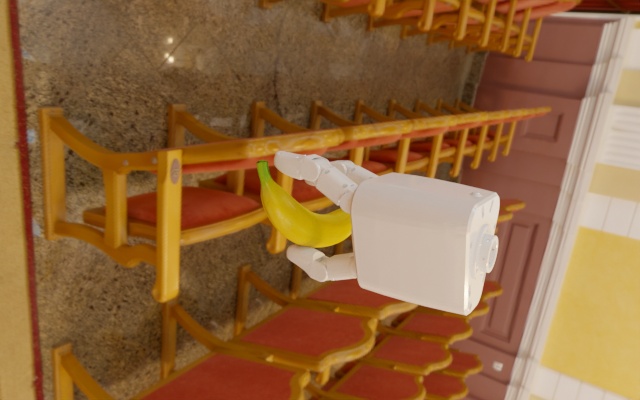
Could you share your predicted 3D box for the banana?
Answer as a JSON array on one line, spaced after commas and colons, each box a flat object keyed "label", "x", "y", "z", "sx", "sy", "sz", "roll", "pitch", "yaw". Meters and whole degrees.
[{"label": "banana", "x": -0.006, "y": 0.019, "z": 0.529, "sx": 0.037, "sy": 0.069, "sz": 0.198, "roll": 7, "pitch": -12, "yaw": 33}]
